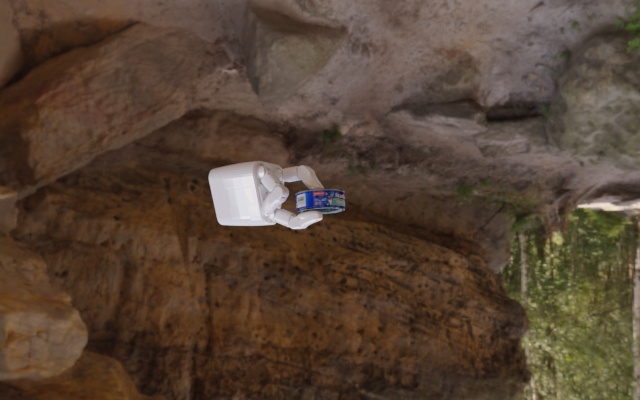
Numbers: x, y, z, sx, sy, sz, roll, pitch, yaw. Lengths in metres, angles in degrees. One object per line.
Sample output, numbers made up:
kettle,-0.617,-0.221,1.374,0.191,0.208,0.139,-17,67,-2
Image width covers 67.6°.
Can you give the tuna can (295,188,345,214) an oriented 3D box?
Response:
tuna can,0.000,0.003,0.828,0.086,0.033,0.086,-3,-9,0
